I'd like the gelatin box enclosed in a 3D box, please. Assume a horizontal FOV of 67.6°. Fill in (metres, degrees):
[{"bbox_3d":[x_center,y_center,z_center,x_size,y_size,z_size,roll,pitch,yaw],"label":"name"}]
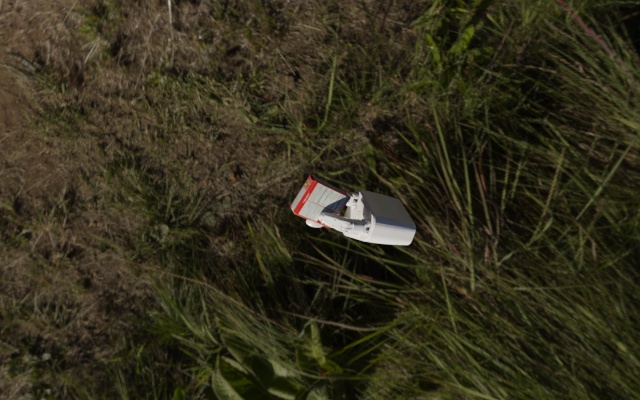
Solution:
[{"bbox_3d":[0.000,0.003,0.885,0.089,0.073,0.030,24,17,-33],"label":"gelatin box"}]
